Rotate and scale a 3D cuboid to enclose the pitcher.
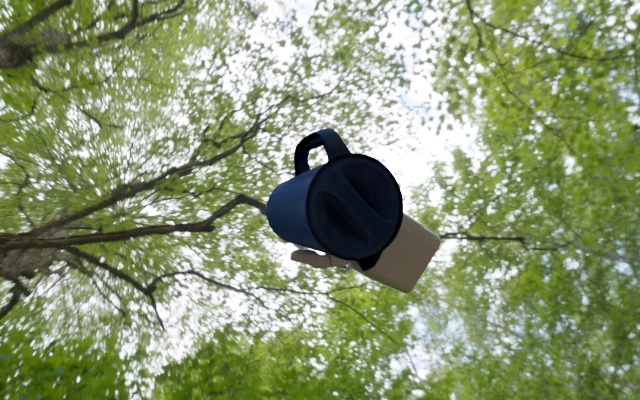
[{"bbox_3d":[0.000,0.002,0.689,0.145,0.149,0.243,28,-12,-19],"label":"pitcher"}]
